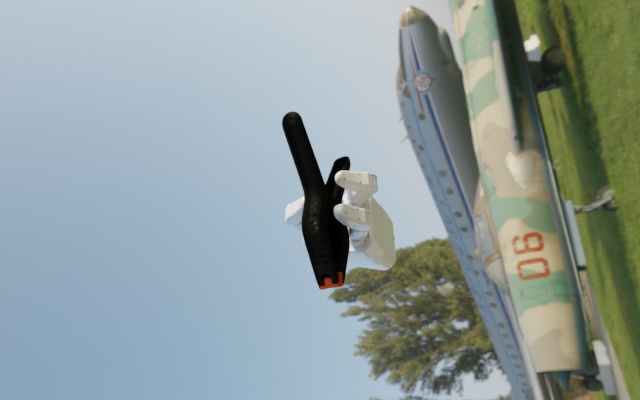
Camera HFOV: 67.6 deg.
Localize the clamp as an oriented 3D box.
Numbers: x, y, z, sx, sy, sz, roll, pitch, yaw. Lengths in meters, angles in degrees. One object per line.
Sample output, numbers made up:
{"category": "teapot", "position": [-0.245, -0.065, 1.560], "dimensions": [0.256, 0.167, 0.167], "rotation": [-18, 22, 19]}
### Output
{"category": "clamp", "position": [-0.001, 0.003, 0.595], "dimensions": [0.036, 0.210, 0.165], "rotation": [-14, -29, 25]}
